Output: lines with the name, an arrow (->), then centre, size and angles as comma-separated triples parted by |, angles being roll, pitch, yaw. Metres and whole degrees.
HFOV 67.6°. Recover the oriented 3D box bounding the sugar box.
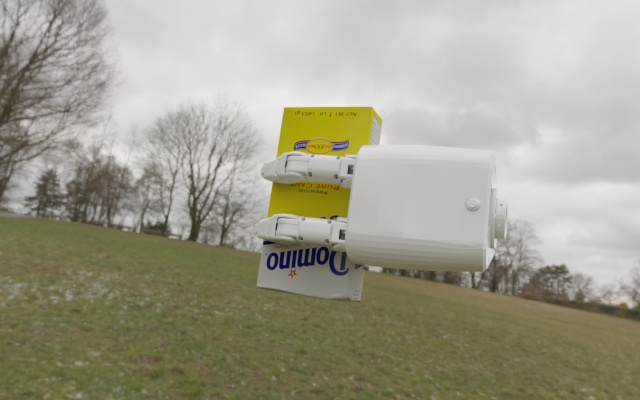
sugar box -> 0.000, 0.001, 0.450 | 0.093, 0.176, 0.048 | 4, -12, 23
